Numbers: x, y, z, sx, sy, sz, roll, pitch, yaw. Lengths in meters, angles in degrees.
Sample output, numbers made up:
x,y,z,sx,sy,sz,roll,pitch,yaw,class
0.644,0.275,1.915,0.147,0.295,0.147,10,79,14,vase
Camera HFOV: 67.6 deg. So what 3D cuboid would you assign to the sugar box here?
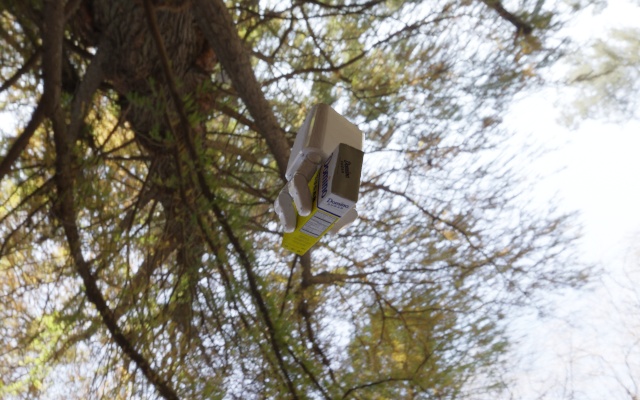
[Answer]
x,y,z,sx,sy,sz,roll,pitch,yaw,class
0.000,0.002,0.699,0.048,0.093,0.176,21,-38,-13,sugar box
